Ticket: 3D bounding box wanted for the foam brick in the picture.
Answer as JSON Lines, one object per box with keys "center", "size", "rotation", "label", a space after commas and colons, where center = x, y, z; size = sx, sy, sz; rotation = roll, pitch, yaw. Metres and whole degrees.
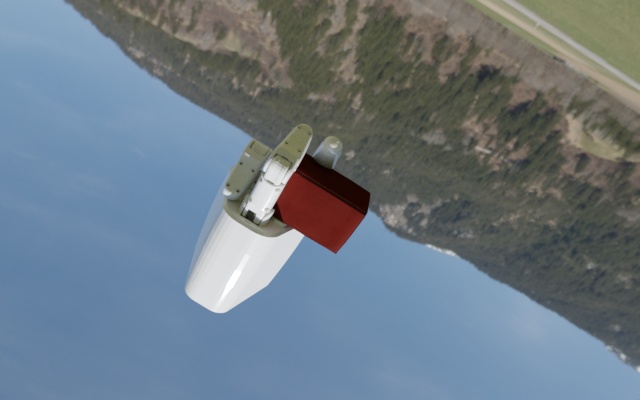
{"center": [0.000, 0.002, 0.443], "size": [0.078, 0.051, 0.053], "rotation": [32, 23, -1], "label": "foam brick"}
